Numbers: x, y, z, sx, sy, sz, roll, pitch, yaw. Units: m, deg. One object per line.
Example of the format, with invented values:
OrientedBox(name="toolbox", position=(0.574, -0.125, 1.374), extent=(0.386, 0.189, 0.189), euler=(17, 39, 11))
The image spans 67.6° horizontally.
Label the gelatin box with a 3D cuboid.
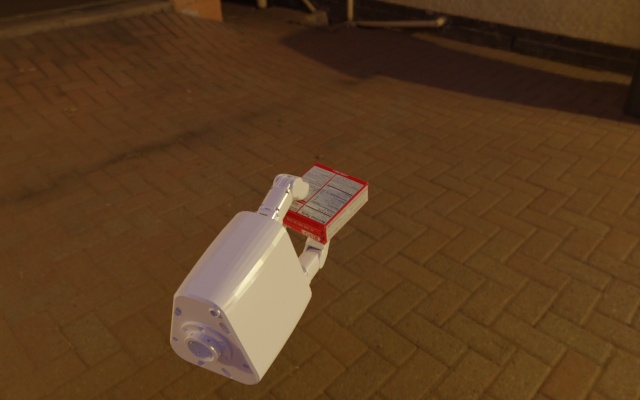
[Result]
OrientedBox(name="gelatin box", position=(0.000, 0.001, 0.531), extent=(0.073, 0.030, 0.089), euler=(23, 48, 28))
